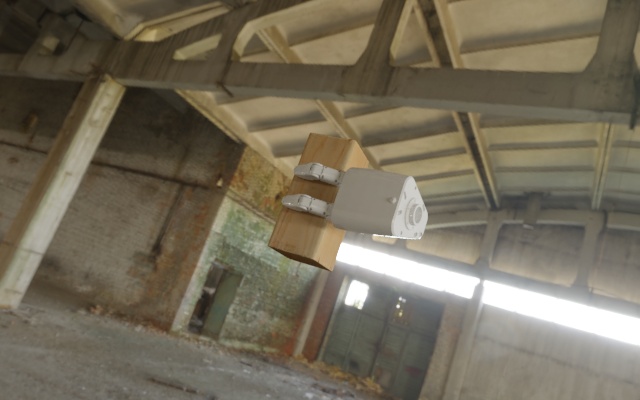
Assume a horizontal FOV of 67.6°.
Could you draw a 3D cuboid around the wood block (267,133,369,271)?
[{"bbox_3d":[0.001,0.003,0.807,0.090,0.206,0.091,13,-15,26],"label":"wood block"}]
